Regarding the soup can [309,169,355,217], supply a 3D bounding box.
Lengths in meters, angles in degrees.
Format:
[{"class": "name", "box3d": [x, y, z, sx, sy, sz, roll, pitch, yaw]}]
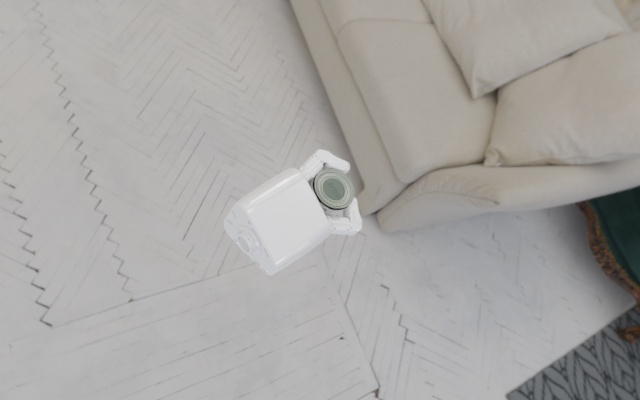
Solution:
[{"class": "soup can", "box3d": [0.001, 0.002, 0.732, 0.068, 0.068, 0.102, 0, -24, -26]}]
